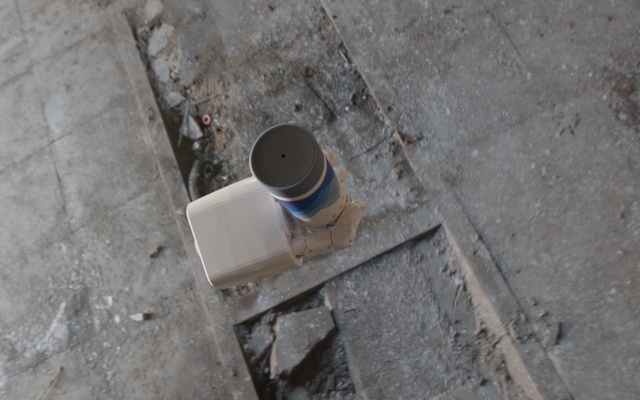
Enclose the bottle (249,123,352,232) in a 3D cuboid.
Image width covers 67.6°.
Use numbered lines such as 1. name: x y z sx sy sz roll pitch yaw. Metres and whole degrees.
1. bottle: 0.000 0.002 0.572 0.069 0.069 0.296 0 -17 14
